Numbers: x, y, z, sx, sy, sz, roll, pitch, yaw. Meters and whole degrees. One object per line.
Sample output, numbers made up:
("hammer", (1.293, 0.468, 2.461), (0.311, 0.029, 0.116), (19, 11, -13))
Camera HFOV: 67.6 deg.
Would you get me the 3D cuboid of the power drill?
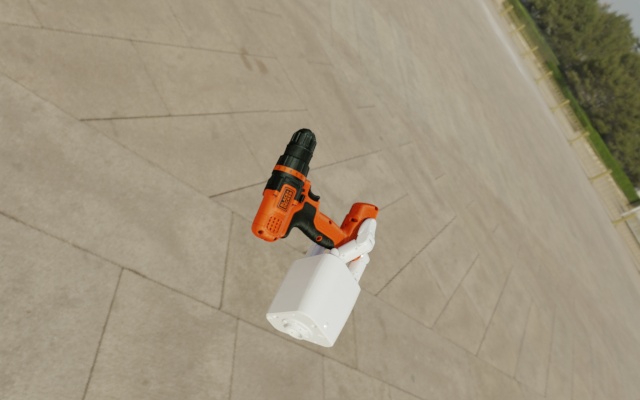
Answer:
("power drill", (0.000, 0.003, 0.755), (0.188, 0.184, 0.057), (28, -11, -25))
